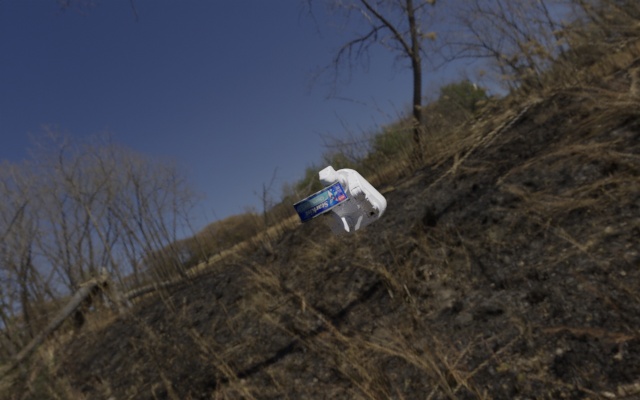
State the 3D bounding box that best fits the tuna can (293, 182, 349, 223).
[{"bbox_3d":[0.000,0.002,0.771,0.086,0.034,0.086,-27,1,1],"label":"tuna can"}]
